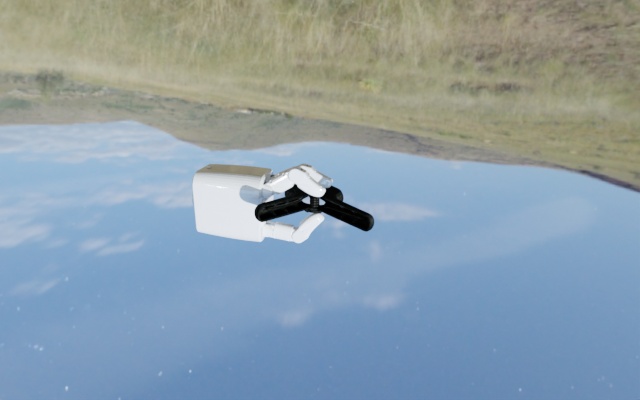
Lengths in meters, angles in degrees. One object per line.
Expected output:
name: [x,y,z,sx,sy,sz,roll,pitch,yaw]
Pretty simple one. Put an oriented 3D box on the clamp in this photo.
clamp: [0.000,0.003,0.737,0.164,0.036,0.210,8,15,4]
